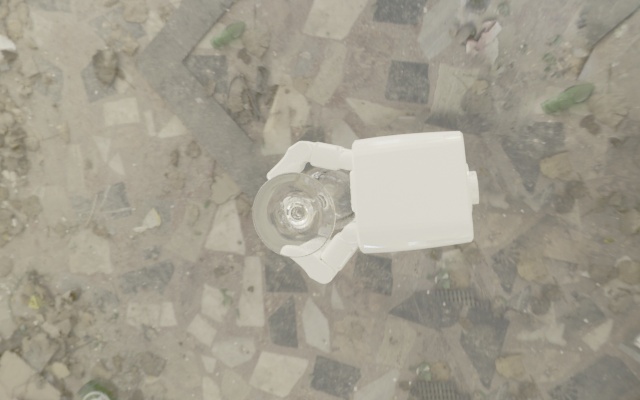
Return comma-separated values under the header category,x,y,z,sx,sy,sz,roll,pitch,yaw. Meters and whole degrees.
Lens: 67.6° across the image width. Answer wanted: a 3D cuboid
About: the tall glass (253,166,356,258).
category,x,y,z,sx,sy,sz,roll,pitch,yaw
tall glass,0.000,0.002,0.504,0.079,0.079,0.201,0,6,13
